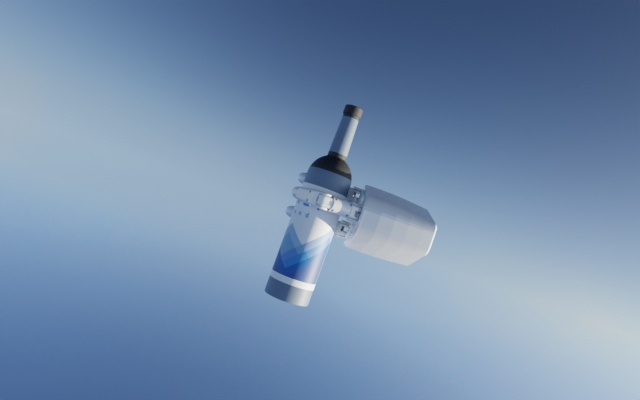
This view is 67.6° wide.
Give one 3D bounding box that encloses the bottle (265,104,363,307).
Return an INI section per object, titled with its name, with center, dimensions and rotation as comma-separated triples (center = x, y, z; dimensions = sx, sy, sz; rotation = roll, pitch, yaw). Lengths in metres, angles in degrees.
[bottle]
center = 0.000, 0.002, 0.694
dimensions = 0.069, 0.295, 0.069
rotation = 20, -3, 1
